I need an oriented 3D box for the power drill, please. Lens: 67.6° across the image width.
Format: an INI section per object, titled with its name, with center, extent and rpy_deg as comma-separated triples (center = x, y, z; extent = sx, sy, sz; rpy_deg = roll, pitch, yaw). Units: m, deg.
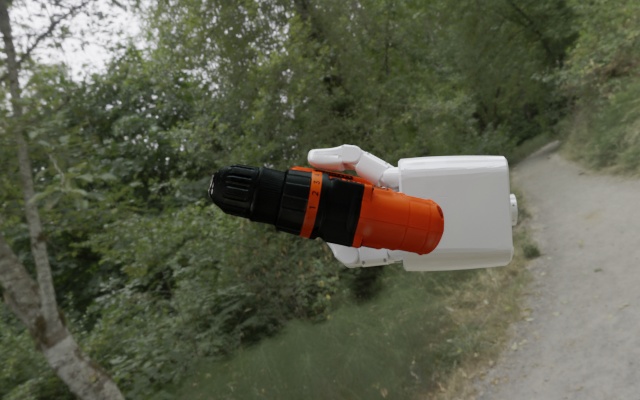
[power drill]
center = 0.000, 0.001, 0.440
extent = 0.184, 0.057, 0.187
rpy_deg = 13, 5, -5
